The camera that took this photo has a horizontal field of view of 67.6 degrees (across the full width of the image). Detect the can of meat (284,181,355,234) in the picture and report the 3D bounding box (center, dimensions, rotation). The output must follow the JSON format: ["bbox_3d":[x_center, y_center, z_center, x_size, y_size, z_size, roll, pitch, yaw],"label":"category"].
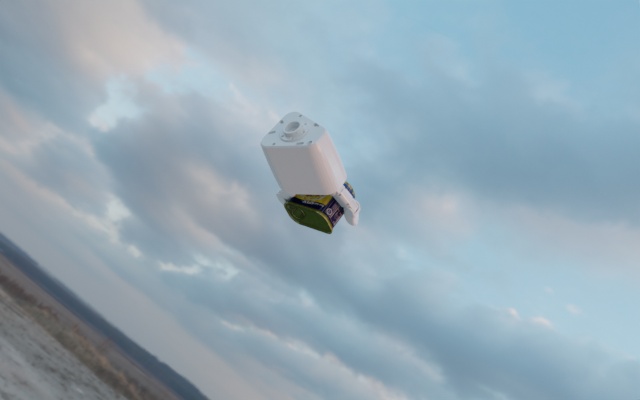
[{"bbox_3d":[0.000,0.003,0.853,0.102,0.084,0.057,16,-34,39],"label":"can of meat"}]
